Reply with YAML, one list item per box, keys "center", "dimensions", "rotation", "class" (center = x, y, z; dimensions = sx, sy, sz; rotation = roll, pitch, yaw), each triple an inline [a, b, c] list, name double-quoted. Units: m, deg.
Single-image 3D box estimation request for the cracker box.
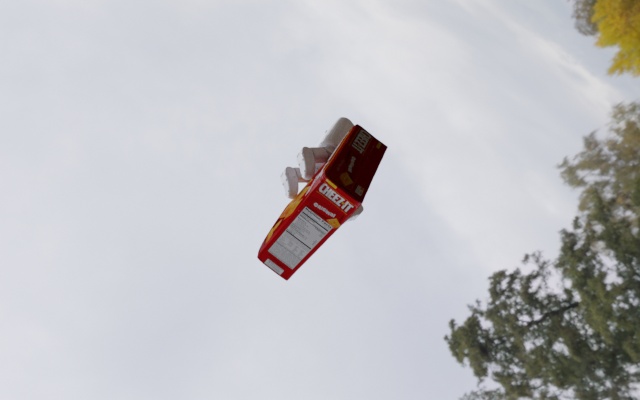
- center: [0.000, 0.003, 0.745]
  dimensions: [0.072, 0.214, 0.164]
  rotation: [36, 39, -5]
  class: "cracker box"
